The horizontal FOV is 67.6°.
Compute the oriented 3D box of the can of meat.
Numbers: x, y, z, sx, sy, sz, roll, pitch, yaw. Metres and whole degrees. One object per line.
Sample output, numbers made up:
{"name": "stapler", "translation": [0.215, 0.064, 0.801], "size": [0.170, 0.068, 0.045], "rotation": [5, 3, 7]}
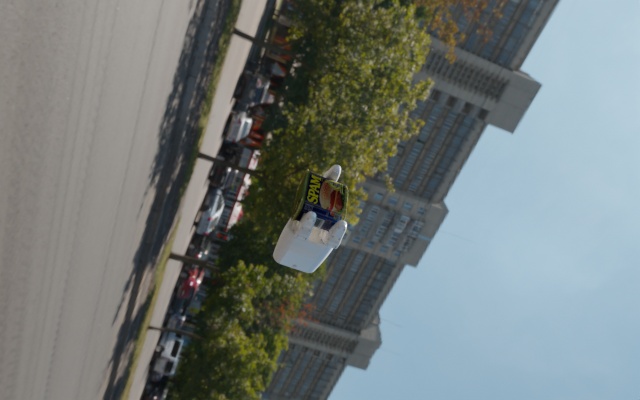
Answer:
{"name": "can of meat", "translation": [0.000, 0.003, 0.854], "size": [0.084, 0.102, 0.057], "rotation": [20, -46, -11]}
